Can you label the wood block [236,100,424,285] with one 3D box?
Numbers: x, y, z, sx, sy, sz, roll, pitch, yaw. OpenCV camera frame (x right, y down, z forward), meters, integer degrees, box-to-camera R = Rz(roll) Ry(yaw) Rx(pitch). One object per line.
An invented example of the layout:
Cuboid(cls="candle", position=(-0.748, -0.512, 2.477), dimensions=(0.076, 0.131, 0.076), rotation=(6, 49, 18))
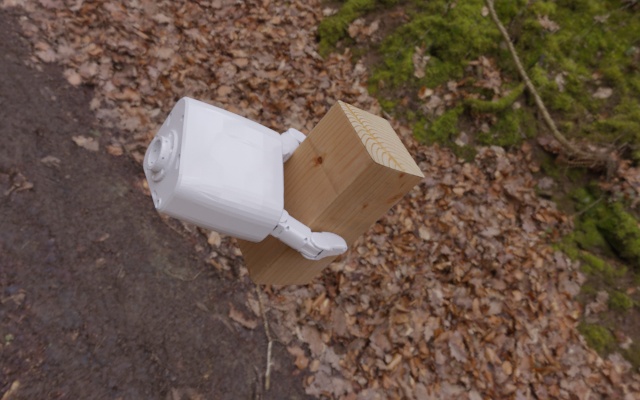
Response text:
Cuboid(cls="wood block", position=(0.000, 0.002, 0.539), dimensions=(0.090, 0.090, 0.206), rotation=(11, -47, -45))
